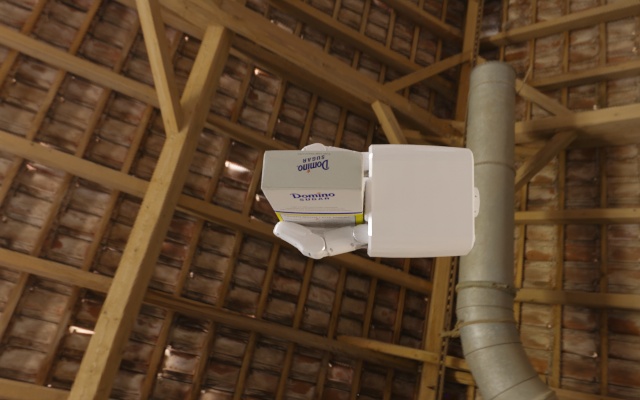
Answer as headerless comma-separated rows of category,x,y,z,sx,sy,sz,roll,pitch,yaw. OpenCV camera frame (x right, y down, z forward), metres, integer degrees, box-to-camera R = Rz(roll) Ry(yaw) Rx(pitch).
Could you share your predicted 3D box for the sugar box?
sugar box,0.000,0.001,0.508,0.093,0.048,0.176,1,-22,5
